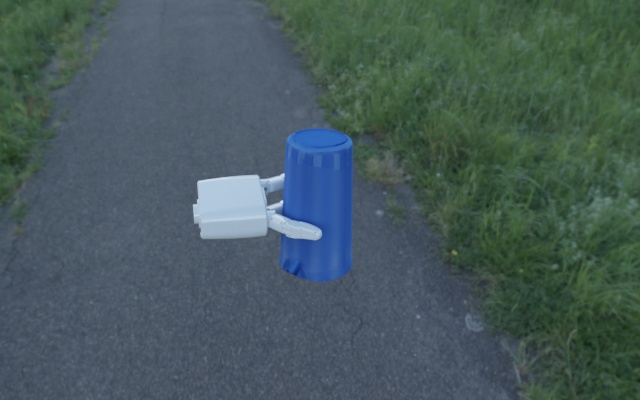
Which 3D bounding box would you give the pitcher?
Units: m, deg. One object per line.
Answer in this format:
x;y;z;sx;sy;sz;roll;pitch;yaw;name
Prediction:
0.000;0.003;0.827;0.145;0.243;0.149;-4;27;-12;pitcher
